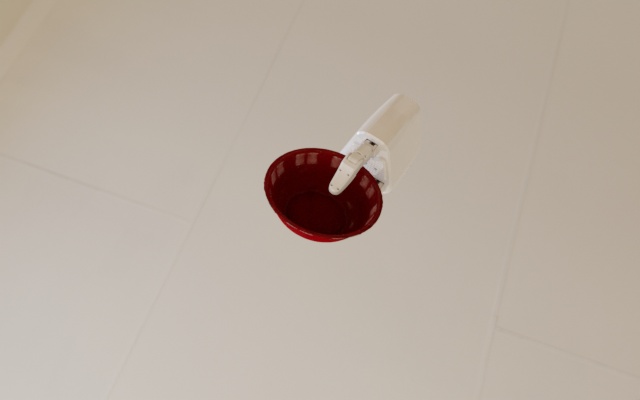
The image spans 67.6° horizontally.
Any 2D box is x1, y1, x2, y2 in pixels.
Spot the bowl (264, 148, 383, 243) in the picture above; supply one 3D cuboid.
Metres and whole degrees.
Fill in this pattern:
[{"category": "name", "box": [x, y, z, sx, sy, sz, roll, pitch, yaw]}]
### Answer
[{"category": "bowl", "box": [-0.001, 0.003, 0.651, 0.162, 0.162, 0.055, 0, -41, -17]}]
